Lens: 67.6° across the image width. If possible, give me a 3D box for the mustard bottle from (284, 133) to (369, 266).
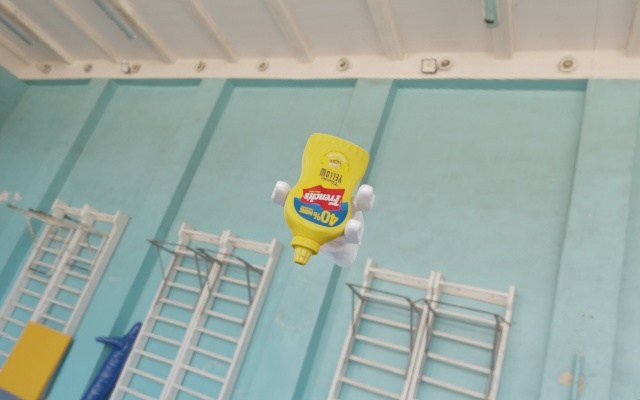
[{"bbox_3d":[0.000,0.002,0.693,0.096,0.191,0.058,21,-19,-5],"label":"mustard bottle"}]
